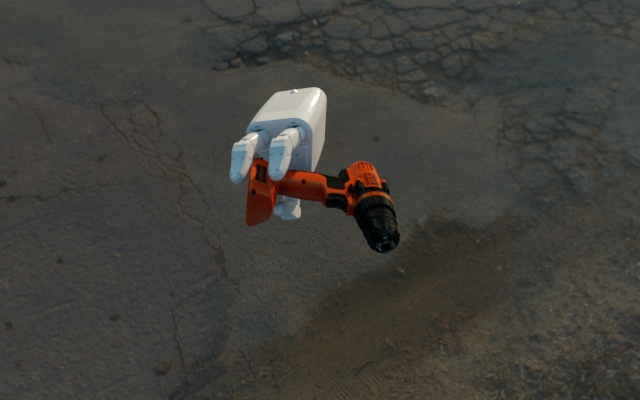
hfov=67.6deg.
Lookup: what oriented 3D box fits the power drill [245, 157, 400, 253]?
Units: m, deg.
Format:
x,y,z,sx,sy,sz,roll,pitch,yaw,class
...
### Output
x,y,z,sx,sy,sz,roll,pitch,yaw,class
0.000,0.002,0.612,0.187,0.057,0.184,5,29,-9,power drill
